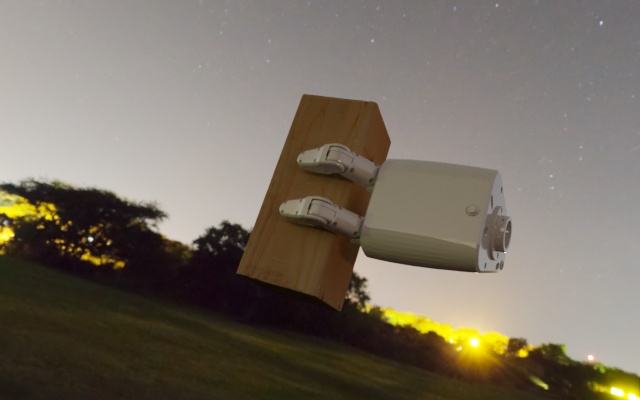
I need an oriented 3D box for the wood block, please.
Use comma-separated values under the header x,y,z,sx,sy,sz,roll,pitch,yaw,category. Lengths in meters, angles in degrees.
x,y,z,sx,sy,sz,roll,pitch,yaw,category
0.001,0.002,0.514,0.090,0.206,0.091,11,-18,23,wood block
